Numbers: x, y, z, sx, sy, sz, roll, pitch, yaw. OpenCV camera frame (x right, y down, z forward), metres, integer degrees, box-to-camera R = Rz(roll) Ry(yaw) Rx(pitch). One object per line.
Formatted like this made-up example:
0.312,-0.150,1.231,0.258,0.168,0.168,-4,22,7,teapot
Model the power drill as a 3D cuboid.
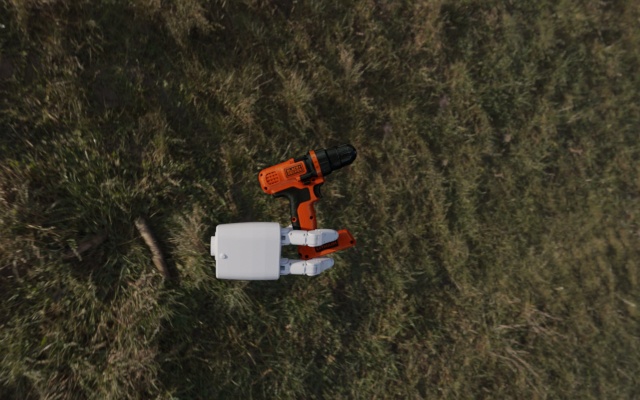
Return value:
0.000,0.003,0.866,0.184,0.187,0.057,-19,-6,1,power drill
